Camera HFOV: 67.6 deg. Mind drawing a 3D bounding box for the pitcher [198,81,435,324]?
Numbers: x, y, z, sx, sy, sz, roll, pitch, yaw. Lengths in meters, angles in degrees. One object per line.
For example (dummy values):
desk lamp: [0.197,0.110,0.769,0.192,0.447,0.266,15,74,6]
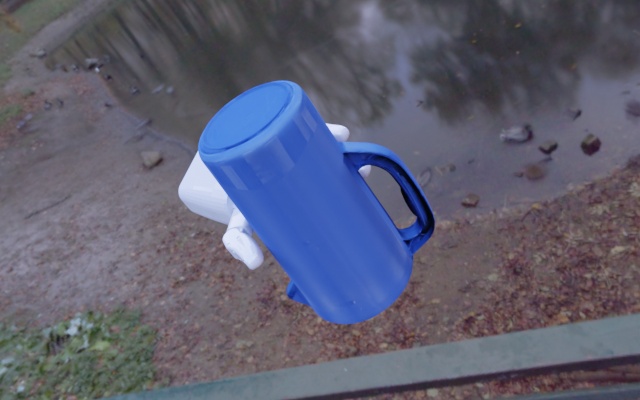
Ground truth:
pitcher: [0.000,0.002,0.479,0.145,0.149,0.243,11,-34,44]
